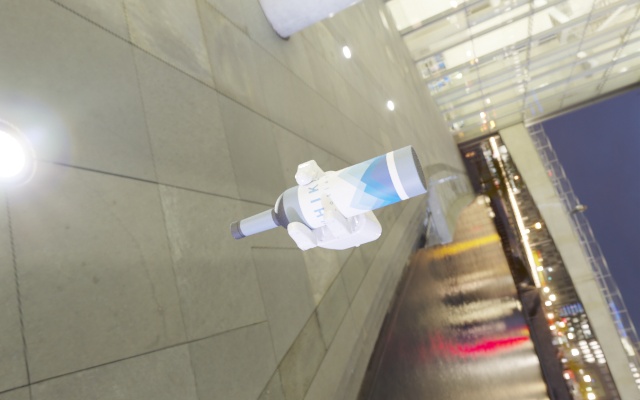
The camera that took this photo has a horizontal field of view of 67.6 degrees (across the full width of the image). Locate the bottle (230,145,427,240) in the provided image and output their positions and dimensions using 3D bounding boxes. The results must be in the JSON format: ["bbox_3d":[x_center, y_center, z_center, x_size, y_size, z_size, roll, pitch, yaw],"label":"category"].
[{"bbox_3d":[0.000,0.002,0.686,0.296,0.069,0.069,-19,-6,19],"label":"bottle"}]
